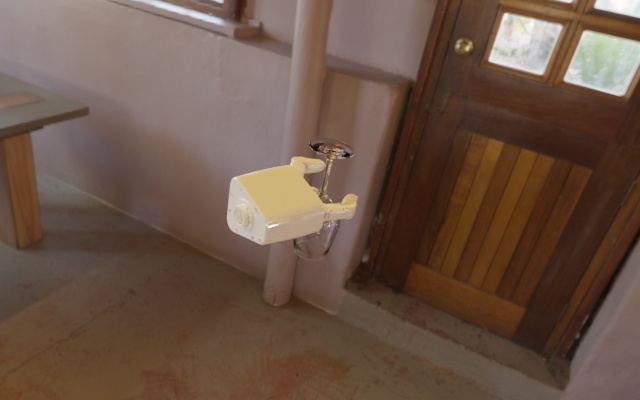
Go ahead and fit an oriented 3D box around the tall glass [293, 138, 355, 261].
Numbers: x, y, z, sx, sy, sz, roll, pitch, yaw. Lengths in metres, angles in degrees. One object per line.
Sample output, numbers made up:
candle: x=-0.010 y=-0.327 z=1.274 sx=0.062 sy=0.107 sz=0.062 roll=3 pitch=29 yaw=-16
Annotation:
tall glass: x=0.000 y=0.002 z=0.799 sx=0.079 sy=0.201 sz=0.079 roll=9 pitch=28 yaw=-5
